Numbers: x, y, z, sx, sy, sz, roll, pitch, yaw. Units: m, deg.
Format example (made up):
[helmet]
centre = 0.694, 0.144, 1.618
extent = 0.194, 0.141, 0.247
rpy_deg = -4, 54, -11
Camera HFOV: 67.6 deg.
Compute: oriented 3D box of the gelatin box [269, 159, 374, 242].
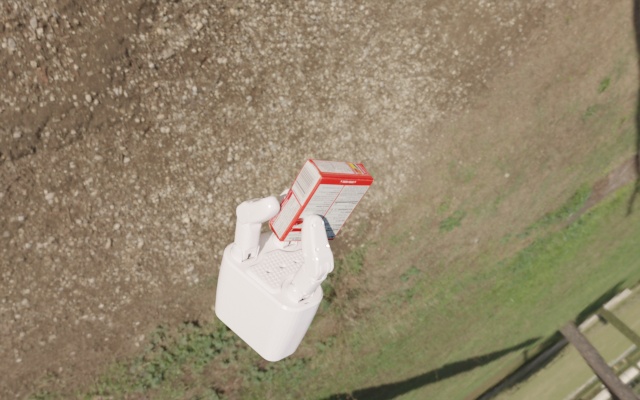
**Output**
[gelatin box]
centre = 0.000, 0.002, 0.474
extent = 0.073, 0.089, 0.030
rpy_deg = 0, 44, -43
